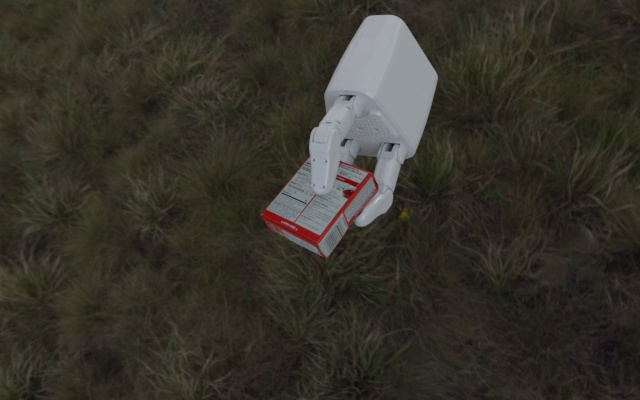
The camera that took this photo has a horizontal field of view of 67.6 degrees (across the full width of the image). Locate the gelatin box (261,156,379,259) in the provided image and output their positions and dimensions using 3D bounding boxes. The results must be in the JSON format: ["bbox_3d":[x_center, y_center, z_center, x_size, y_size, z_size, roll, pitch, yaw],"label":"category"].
[{"bbox_3d":[0.000,0.001,0.450,0.073,0.089,0.030,24,-25,35],"label":"gelatin box"}]
